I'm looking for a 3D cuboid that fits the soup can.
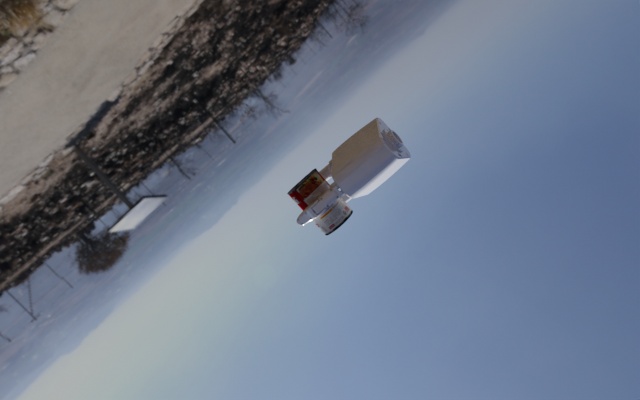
[{"bbox_3d":[0.000,0.003,0.842,0.068,0.102,0.068,-41,6,6],"label":"soup can"}]
